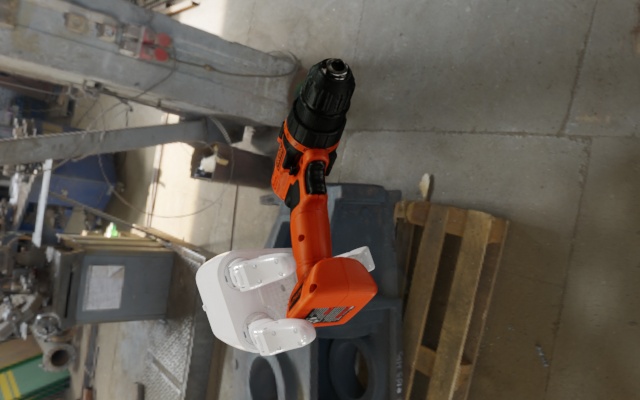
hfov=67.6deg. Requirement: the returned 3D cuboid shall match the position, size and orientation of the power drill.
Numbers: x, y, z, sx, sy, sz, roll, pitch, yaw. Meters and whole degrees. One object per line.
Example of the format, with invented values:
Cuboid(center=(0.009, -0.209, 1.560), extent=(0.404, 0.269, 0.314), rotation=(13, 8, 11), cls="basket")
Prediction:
Cuboid(center=(0.000, 0.002, 0.408), extent=(0.057, 0.187, 0.184), rotation=(1, -30, -14), cls="power drill")
